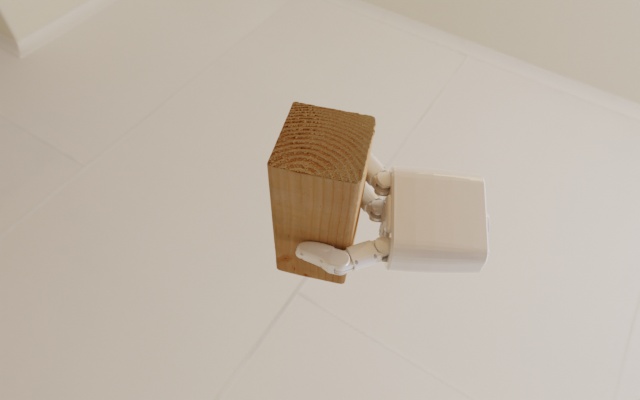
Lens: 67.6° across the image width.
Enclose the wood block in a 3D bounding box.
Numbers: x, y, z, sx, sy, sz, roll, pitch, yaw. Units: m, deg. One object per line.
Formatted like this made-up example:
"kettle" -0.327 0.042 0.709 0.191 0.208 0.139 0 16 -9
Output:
"wood block" 0.000 0.002 0.538 0.090 0.090 0.206 12 -35 7
